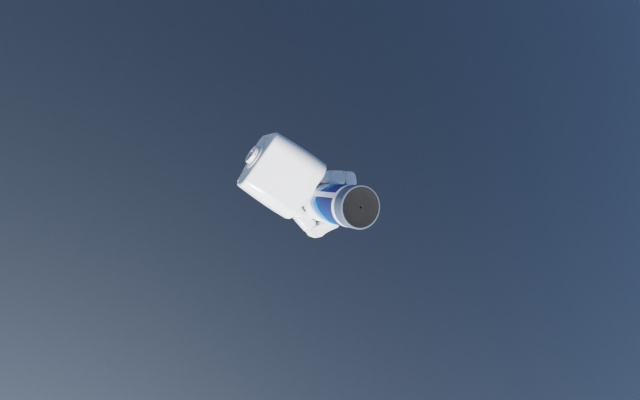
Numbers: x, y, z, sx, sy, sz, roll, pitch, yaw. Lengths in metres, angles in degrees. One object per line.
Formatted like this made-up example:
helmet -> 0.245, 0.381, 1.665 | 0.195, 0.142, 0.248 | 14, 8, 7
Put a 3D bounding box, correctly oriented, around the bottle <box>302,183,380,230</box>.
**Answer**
bottle -> 0.000, 0.003, 0.842 | 0.069, 0.069, 0.295 | 0, 3, -24
